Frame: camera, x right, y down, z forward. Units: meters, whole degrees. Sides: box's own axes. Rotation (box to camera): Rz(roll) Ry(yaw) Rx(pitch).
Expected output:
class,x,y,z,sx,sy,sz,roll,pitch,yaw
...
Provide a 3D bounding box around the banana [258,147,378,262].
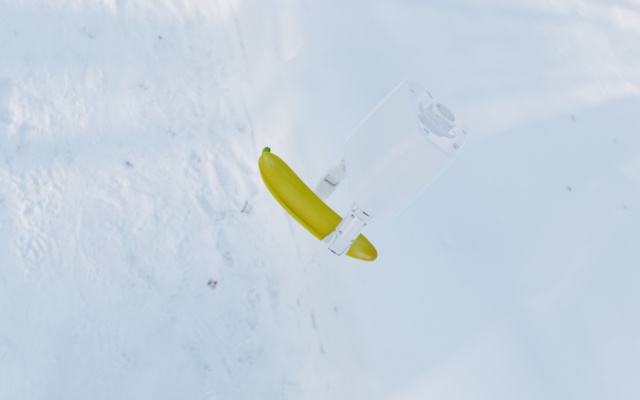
class,x,y,z,sx,sy,sz,roll,pitch,yaw
banana,-0.011,0.004,0.561,0.037,0.198,0.069,-49,-10,30
